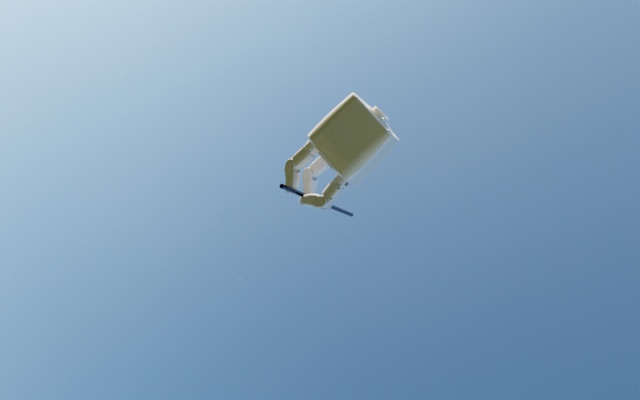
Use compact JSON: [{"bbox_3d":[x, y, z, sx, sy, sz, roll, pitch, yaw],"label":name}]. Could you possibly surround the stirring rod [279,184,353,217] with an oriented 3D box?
[{"bbox_3d":[0.000,0.003,0.871,0.011,0.011,0.239,0,-13,33],"label":"stirring rod"}]
